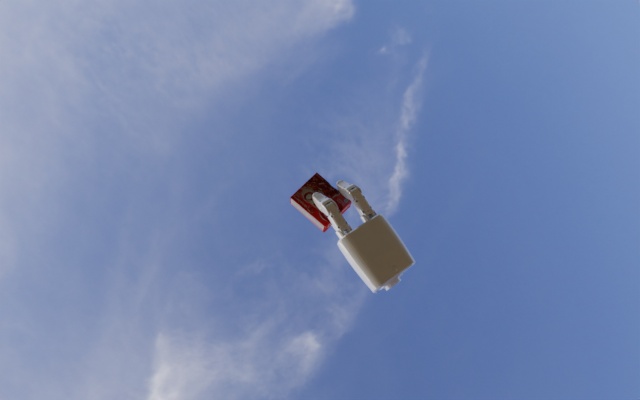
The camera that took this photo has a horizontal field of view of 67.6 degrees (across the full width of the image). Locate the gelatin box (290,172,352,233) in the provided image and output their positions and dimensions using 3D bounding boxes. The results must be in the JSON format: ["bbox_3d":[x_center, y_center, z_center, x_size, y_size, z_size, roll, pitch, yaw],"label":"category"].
[{"bbox_3d":[0.000,0.003,0.879,0.089,0.073,0.030,40,-22,13],"label":"gelatin box"}]
